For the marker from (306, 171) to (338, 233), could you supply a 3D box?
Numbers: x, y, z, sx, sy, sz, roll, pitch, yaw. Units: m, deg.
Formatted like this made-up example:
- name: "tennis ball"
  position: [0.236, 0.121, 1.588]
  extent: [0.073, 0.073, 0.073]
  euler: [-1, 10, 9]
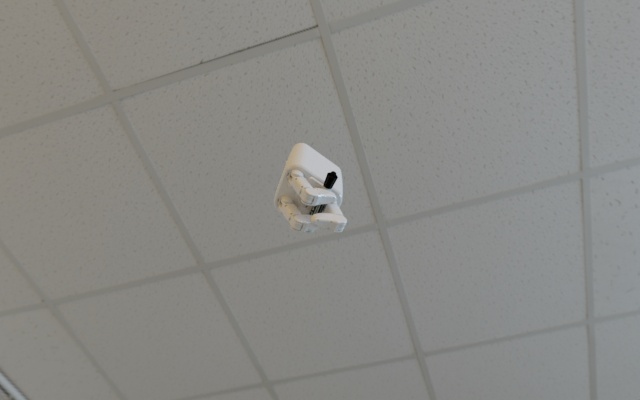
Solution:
- name: "marker"
  position: [0.000, 0.003, 0.802]
  extent: [0.020, 0.121, 0.020]
  euler: [18, 30, -11]
